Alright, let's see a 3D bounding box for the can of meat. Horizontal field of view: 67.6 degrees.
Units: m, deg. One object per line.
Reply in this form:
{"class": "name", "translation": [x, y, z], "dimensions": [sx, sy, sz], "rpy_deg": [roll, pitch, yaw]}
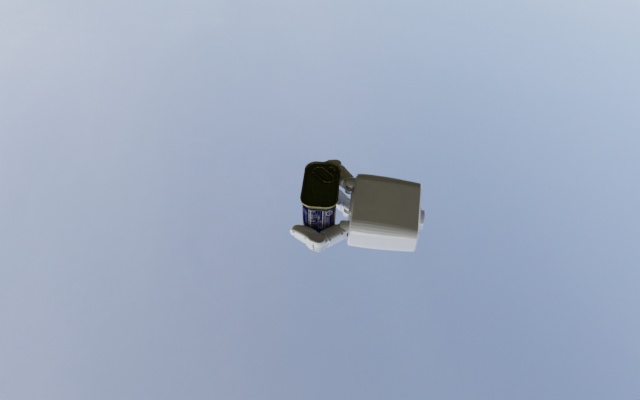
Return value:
{"class": "can of meat", "translation": [0.000, 0.003, 0.761], "dimensions": [0.057, 0.102, 0.084], "rpy_deg": [4, -44, 3]}
